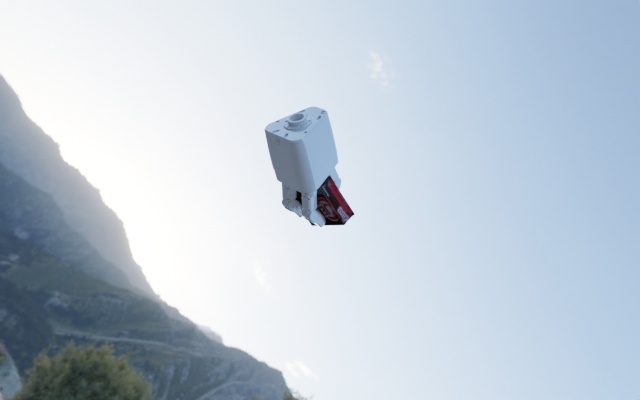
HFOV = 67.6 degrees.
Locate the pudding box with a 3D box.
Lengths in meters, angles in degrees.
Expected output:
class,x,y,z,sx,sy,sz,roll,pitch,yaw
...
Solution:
class,x,y,z,sx,sy,sz,roll,pitch,yaw
pudding box,0.000,0.003,0.895,0.039,0.090,0.113,-41,18,-26
